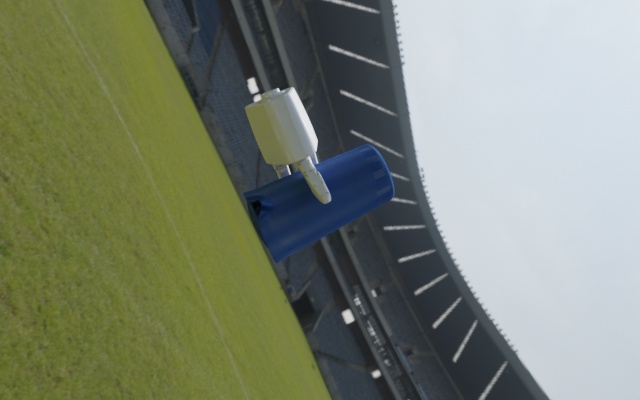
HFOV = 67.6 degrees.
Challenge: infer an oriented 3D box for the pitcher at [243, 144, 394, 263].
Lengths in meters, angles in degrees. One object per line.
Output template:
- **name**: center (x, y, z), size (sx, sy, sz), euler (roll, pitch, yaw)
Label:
- **pitcher**: center (0.000, 0.003, 0.835), size (0.243, 0.145, 0.149), euler (-25, 18, -6)
